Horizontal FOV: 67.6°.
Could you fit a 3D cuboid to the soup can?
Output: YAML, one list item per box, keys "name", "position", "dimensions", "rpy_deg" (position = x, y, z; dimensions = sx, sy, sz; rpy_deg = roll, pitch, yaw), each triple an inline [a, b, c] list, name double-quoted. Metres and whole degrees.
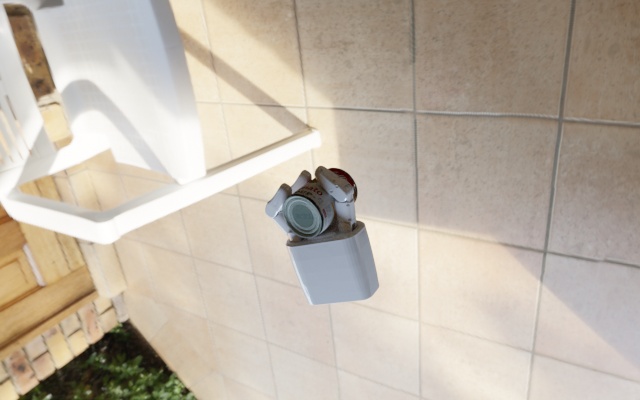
- name: "soup can"
  position: [0.000, 0.002, 0.684]
  dimensions: [0.068, 0.068, 0.102]
  rpy_deg: [0, 24, 34]
